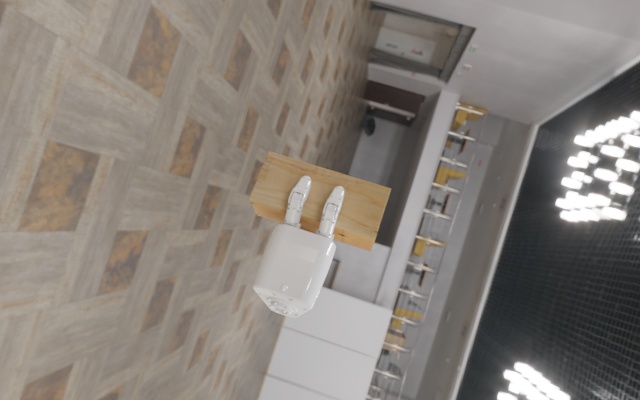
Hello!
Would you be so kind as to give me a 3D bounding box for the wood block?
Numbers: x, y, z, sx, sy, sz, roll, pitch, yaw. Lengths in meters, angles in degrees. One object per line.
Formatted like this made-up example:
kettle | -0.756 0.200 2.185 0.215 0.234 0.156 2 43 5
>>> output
wood block | 0.000 0.003 0.787 0.206 0.090 0.091 18 -18 6
